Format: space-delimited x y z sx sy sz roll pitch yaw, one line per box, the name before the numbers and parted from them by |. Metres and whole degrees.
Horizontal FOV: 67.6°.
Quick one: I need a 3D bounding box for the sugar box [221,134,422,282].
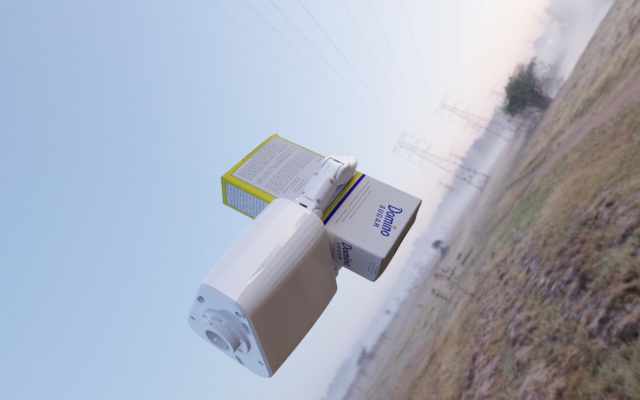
sugar box | 0.000 0.002 0.474 0.176 0.048 0.093 28 49 16
